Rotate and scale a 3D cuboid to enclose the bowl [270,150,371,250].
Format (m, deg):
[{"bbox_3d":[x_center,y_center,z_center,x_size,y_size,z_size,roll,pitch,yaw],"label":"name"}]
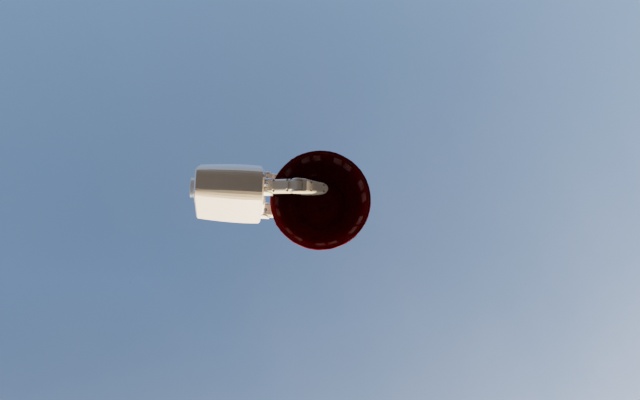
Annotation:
[{"bbox_3d":[0.001,0.003,0.785,0.162,0.162,0.055,0,-10,1],"label":"bowl"}]
